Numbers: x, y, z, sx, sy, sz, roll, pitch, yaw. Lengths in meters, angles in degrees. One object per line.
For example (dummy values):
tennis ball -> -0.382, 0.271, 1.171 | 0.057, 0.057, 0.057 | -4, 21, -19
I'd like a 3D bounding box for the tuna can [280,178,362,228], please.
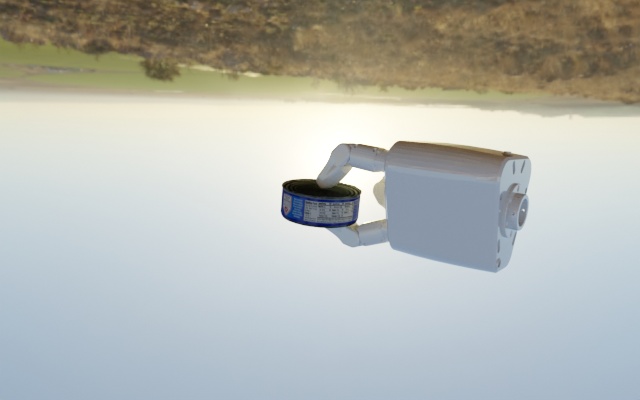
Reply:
tuna can -> 0.000, 0.002, 0.513 | 0.086, 0.034, 0.086 | 5, 14, -1
